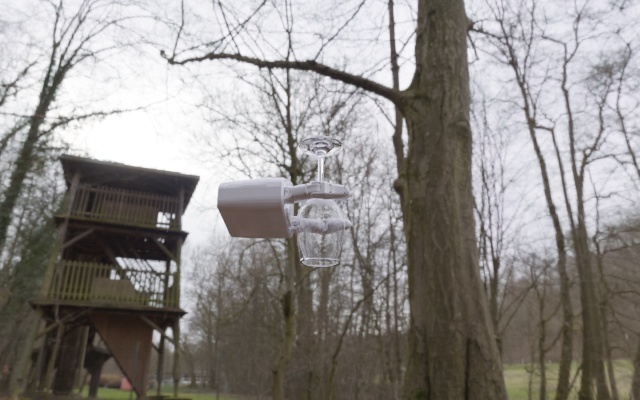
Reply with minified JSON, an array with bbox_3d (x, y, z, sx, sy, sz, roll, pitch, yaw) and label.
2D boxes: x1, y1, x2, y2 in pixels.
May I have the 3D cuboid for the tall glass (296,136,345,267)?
[{"bbox_3d":[0.000,0.002,0.771,0.079,0.201,0.079,0,-19,0],"label":"tall glass"}]
